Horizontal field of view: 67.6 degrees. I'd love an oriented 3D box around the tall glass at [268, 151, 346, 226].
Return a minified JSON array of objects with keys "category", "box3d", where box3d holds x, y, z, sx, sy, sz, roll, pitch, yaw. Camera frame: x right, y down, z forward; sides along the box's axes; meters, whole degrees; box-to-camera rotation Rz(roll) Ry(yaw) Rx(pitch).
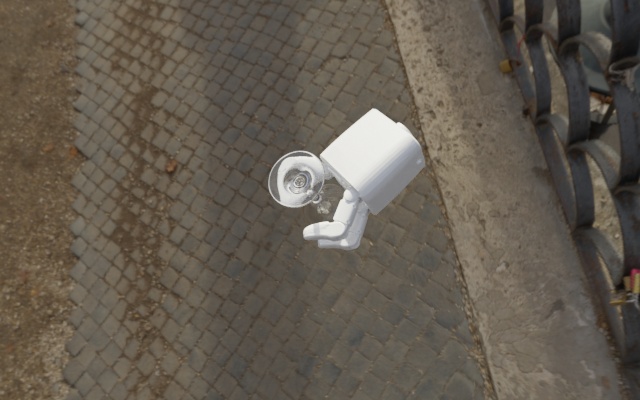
[{"category":"tall glass","box3d":[0.000,0.002,0.675,0.079,0.079,0.201,0,-17,18]}]
